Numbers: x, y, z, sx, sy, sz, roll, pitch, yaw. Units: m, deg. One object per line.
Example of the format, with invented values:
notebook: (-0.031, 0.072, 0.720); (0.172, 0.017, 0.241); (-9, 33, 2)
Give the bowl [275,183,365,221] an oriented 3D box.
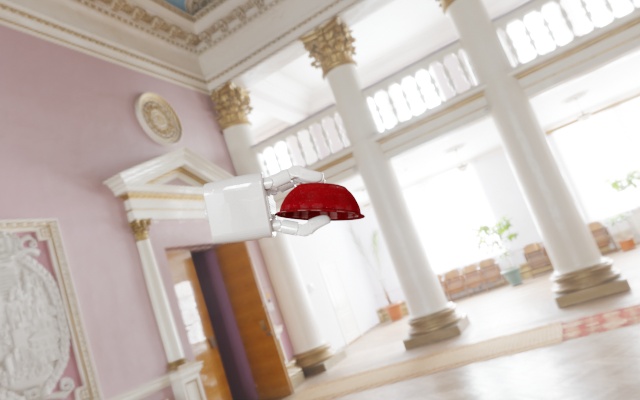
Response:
bowl: (0.001, 0.002, 0.857); (0.162, 0.055, 0.162); (2, -8, 0)
